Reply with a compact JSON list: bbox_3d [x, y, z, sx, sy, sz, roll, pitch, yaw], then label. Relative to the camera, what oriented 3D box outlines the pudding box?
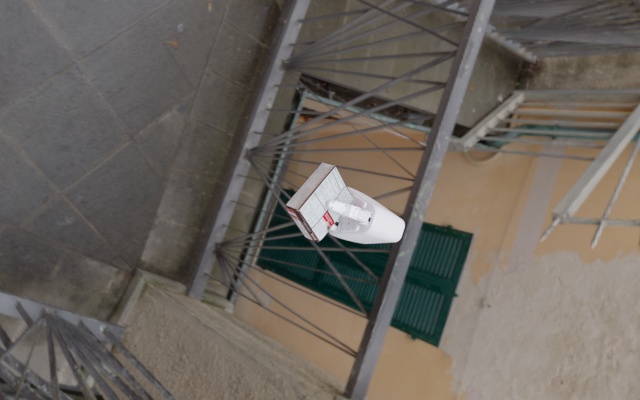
[{"bbox_3d":[0.000,0.003,0.837,0.039,0.113,0.090,15,-33,43],"label":"pudding box"}]
